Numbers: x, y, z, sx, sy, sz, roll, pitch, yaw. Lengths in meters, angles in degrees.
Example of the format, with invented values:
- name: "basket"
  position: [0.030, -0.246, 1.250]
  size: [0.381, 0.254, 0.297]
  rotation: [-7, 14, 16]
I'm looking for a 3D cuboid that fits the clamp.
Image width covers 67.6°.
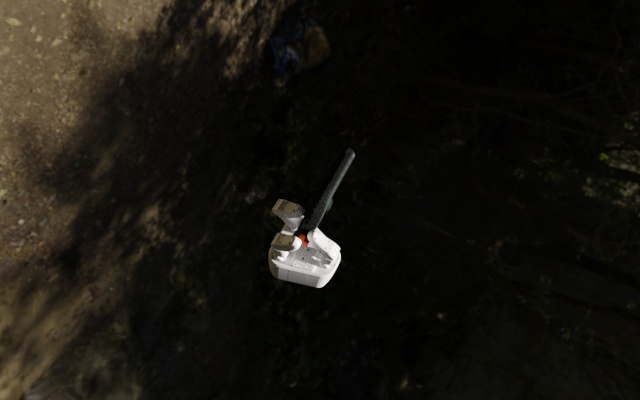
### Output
- name: "clamp"
  position: [0.001, 0.003, 0.781]
  size: [0.039, 0.171, 0.120]
  rotation: [29, -22, 5]
